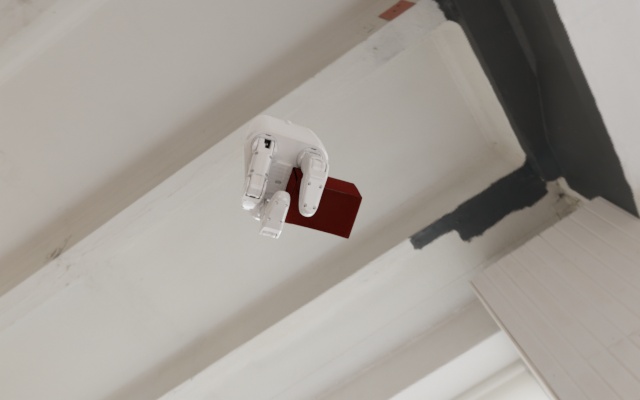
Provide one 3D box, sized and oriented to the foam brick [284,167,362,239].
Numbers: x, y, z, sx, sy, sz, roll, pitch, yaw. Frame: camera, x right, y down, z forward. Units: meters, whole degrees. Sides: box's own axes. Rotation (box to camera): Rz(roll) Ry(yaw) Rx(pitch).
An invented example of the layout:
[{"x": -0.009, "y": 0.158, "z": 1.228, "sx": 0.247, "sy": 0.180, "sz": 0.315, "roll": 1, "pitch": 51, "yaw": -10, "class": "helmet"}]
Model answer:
[{"x": 0.000, "y": 0.002, "z": 0.540, "sx": 0.078, "sy": 0.053, "sz": 0.051, "roll": 16, "pitch": 17, "yaw": -13, "class": "foam brick"}]
